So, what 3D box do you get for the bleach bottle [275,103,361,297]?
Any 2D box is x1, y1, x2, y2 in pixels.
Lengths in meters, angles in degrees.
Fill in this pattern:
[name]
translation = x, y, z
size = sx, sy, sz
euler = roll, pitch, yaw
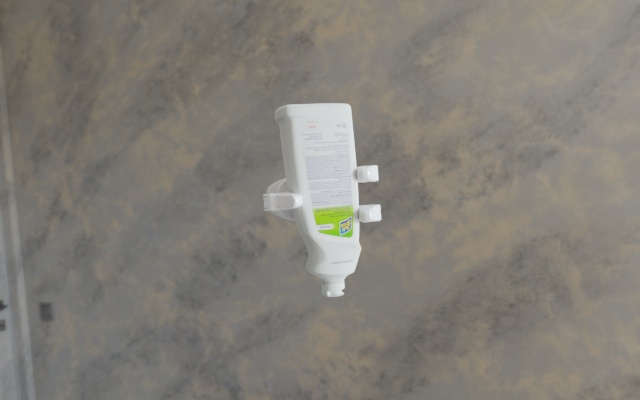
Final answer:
[bleach bottle]
translation = 0.000, 0.002, 0.634
size = 0.102, 0.251, 0.068
euler = -5, 2, -16
